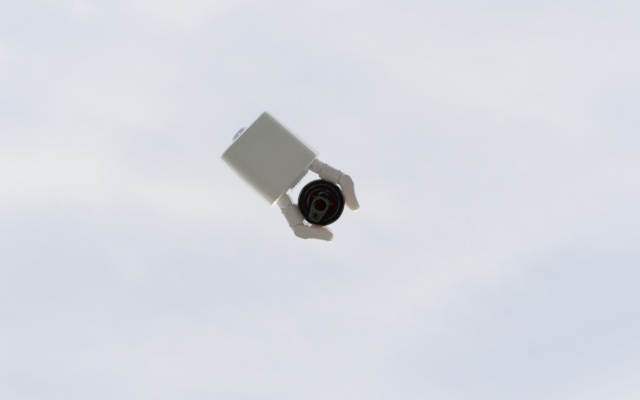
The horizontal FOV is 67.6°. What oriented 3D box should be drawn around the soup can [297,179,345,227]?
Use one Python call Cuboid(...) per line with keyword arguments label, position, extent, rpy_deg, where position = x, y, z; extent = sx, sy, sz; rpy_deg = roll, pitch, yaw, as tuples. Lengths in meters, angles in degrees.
Cuboid(label="soup can", position=(0.001, 0.003, 0.725), extent=(0.068, 0.068, 0.102), rpy_deg=(0, 1, -1))
